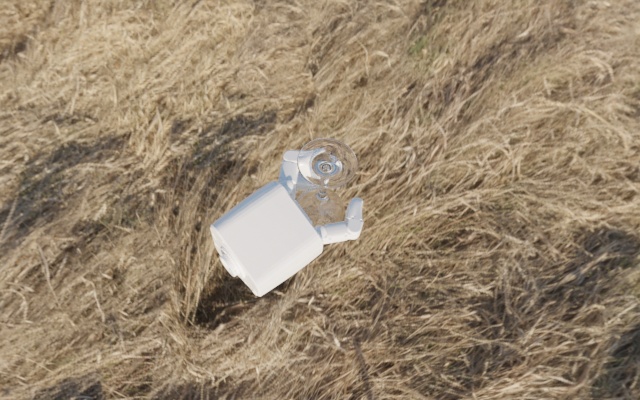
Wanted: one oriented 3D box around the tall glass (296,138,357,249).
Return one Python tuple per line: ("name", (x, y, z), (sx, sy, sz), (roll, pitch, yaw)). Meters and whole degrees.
("tall glass", (0.000, 0.002, 0.668), (0.079, 0.079, 0.201), (0, -29, -5))
